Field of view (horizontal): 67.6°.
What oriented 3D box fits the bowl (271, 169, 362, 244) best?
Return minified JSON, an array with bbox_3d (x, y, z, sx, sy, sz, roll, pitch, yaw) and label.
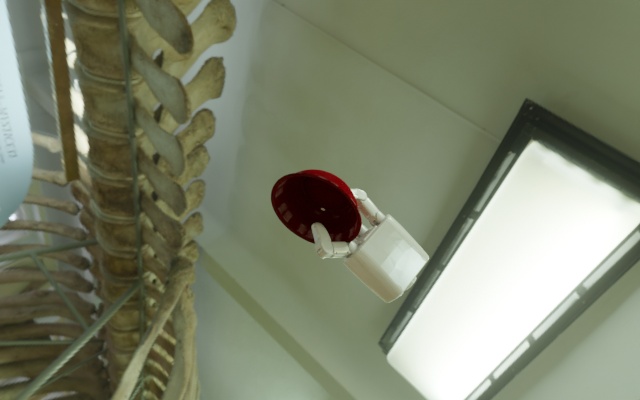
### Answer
[{"bbox_3d":[-0.001,0.001,0.802,0.162,0.162,0.055,0,41,29],"label":"bowl"}]
